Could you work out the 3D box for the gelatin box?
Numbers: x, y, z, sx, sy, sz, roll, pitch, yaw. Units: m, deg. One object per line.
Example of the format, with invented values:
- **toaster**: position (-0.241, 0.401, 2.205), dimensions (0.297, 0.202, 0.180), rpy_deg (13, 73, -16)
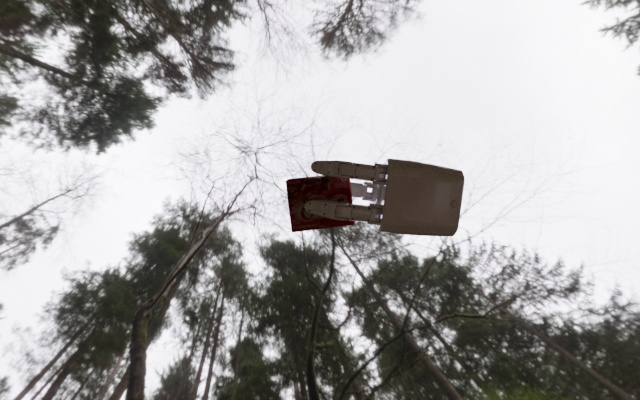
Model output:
- **gelatin box**: position (0.000, 0.002, 0.662), dimensions (0.089, 0.073, 0.030), rpy_deg (-6, 5, 2)
